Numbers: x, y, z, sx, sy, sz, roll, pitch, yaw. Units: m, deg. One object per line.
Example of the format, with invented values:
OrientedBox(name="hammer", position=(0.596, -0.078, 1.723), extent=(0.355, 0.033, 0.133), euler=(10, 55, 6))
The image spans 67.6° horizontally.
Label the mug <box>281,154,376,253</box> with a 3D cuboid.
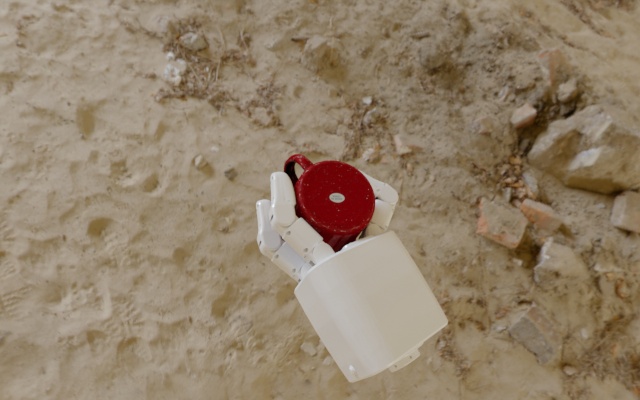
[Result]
OrientedBox(name="mug", position=(-0.001, 0.000, 0.497), extent=(0.093, 0.117, 0.081), euler=(-26, -16, -26))
